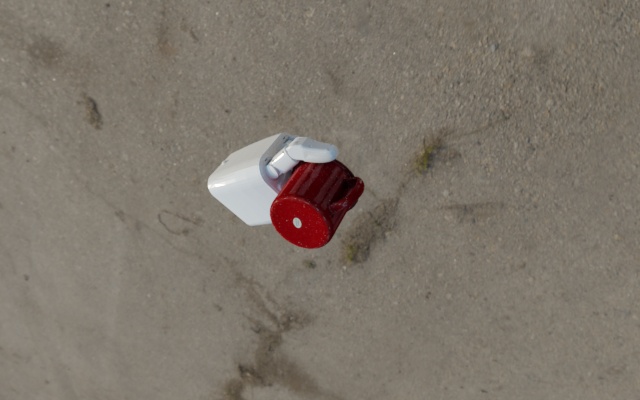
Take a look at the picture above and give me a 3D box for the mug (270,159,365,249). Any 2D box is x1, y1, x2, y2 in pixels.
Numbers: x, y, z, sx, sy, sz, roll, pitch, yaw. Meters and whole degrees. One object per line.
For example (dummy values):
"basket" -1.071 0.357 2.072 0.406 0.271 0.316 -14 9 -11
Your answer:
"mug" 0.001 0.002 0.571 0.117 0.093 0.081 -13 30 35
